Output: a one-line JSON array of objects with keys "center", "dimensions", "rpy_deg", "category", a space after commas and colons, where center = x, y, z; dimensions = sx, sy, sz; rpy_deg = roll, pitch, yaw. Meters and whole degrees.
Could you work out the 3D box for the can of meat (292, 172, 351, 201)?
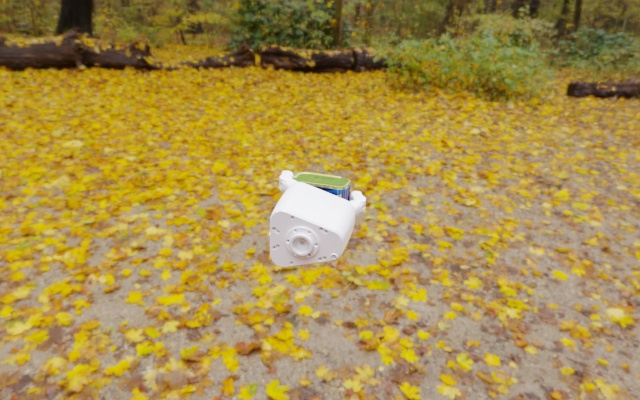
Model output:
[{"center": [0.000, 0.002, 0.811], "dimensions": [0.102, 0.084, 0.057], "rpy_deg": [8, 23, 13], "category": "can of meat"}]
